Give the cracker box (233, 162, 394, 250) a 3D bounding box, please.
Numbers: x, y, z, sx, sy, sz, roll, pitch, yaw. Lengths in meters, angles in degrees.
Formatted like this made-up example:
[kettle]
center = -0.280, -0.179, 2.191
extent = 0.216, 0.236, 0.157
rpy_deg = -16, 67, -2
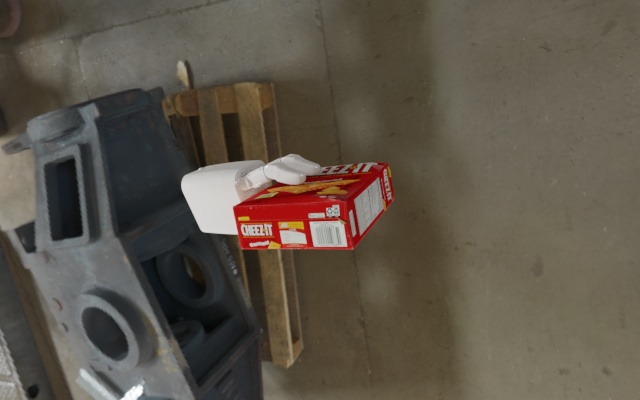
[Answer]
[cracker box]
center = 0.000, 0.003, 0.696
extent = 0.164, 0.072, 0.213
rpy_deg = -3, 16, 24
